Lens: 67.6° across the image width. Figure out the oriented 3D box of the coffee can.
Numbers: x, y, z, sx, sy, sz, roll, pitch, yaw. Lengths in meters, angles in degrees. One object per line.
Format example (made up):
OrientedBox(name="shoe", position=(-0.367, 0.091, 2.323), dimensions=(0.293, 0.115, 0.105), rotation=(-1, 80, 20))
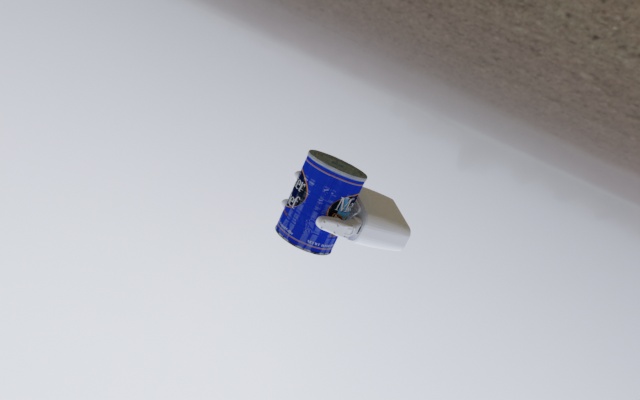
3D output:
OrientedBox(name="coffee can", position=(0.000, 0.002, 0.772), dimensions=(0.103, 0.140, 0.102), rotation=(23, 14, -6))
